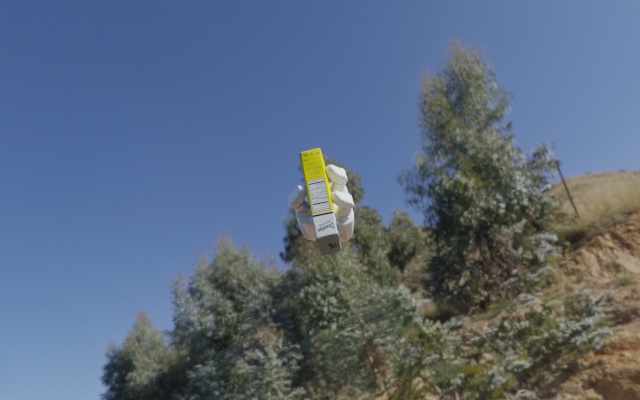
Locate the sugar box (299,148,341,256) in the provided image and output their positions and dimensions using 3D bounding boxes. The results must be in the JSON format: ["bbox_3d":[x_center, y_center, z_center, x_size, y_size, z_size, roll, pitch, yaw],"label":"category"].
[{"bbox_3d":[0.001,0.003,0.877,0.048,0.176,0.093,-14,-25,0],"label":"sugar box"}]
